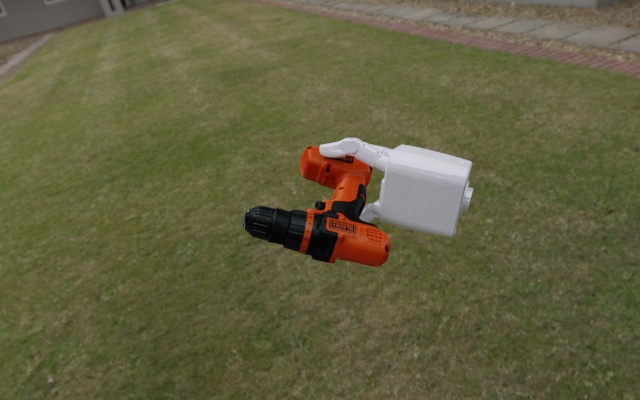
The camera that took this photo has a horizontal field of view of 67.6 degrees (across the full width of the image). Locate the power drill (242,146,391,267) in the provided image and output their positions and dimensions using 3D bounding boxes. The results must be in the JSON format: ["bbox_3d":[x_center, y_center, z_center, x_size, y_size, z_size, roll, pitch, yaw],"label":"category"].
[{"bbox_3d":[0.000,0.002,0.642,0.184,0.057,0.187,15,39,-6],"label":"power drill"}]
